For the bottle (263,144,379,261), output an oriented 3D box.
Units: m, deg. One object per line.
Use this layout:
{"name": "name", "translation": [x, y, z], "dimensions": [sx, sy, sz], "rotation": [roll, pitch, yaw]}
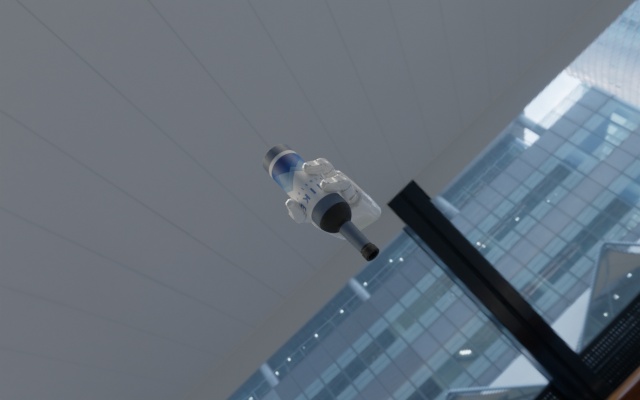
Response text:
{"name": "bottle", "translation": [0.000, 0.003, 0.857], "dimensions": [0.069, 0.069, 0.295], "rotation": [0, 36, -46]}
